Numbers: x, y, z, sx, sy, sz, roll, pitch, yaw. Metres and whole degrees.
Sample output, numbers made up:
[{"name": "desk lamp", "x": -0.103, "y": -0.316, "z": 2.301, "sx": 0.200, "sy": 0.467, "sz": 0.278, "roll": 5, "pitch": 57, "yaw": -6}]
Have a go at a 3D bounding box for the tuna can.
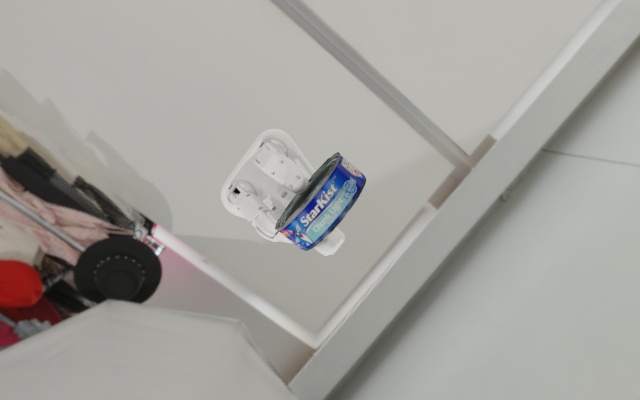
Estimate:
[{"name": "tuna can", "x": 0.001, "y": 0.002, "z": 0.413, "sx": 0.034, "sy": 0.086, "sz": 0.086, "roll": 40, "pitch": -7, "yaw": -9}]
